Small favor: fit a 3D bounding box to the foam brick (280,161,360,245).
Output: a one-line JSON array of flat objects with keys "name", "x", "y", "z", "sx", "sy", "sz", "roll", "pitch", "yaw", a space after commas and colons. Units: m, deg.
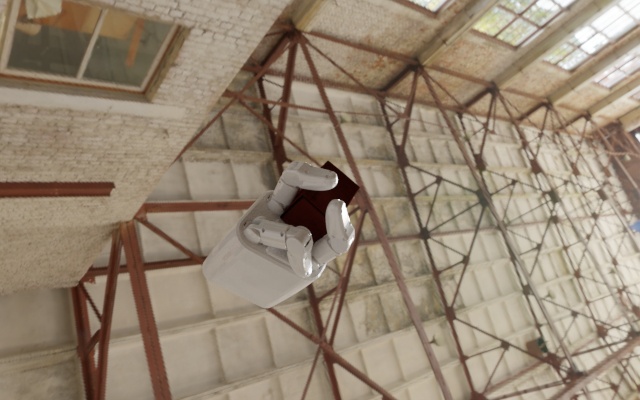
[{"name": "foam brick", "x": 0.000, "y": 0.002, "z": 0.555, "sx": 0.051, "sy": 0.053, "sz": 0.078, "roll": -43, "pitch": 7, "yaw": 42}]
